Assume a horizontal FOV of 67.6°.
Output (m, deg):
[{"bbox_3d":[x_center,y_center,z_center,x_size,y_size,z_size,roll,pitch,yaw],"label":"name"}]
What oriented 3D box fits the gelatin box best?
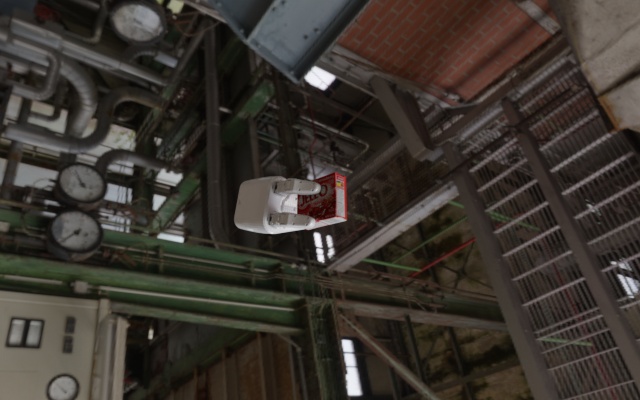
[{"bbox_3d":[0.001,0.003,0.760,0.089,0.073,0.030,-16,-24,41],"label":"gelatin box"}]
